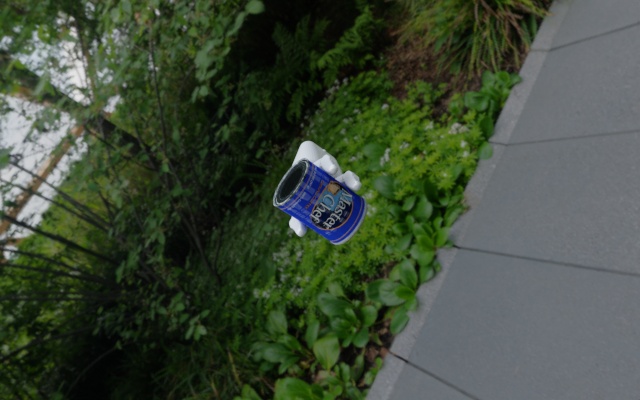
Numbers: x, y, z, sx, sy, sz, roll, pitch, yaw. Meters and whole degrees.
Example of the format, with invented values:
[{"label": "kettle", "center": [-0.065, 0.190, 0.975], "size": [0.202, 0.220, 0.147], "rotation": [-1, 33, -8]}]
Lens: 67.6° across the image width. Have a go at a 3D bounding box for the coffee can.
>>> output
[{"label": "coffee can", "center": [0.000, 0.003, 0.870], "size": [0.140, 0.102, 0.103], "rotation": [34, -14, -22]}]
